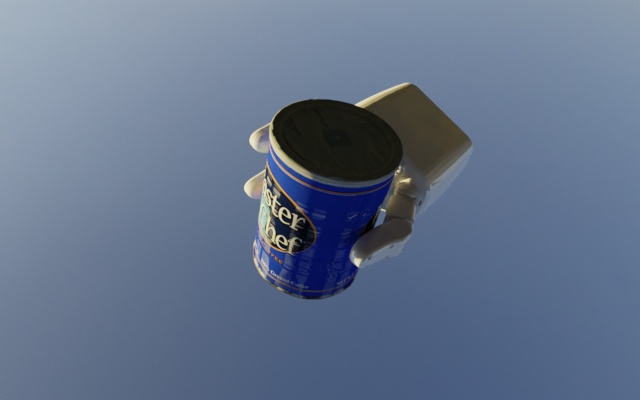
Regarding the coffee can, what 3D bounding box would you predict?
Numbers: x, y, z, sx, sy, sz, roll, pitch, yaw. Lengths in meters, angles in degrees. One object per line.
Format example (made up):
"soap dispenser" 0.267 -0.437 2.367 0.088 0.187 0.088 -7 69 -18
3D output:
"coffee can" 0.000 0.001 0.406 0.103 0.140 0.102 8 42 -7
